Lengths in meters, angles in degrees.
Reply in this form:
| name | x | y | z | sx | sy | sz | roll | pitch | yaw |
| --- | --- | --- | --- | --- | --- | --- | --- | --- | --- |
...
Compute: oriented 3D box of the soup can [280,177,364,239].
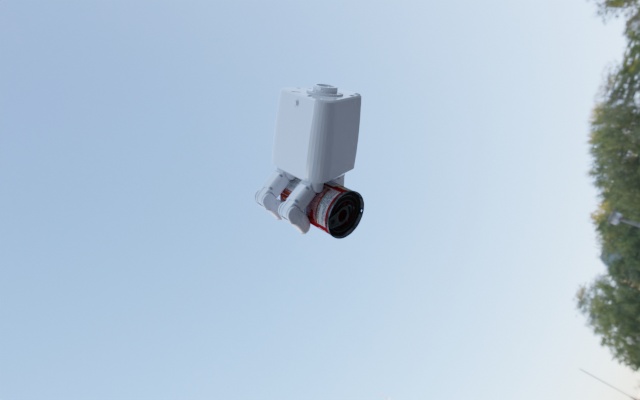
| name | x | y | z | sx | sy | sz | roll | pitch | yaw |
| --- | --- | --- | --- | --- | --- | --- | --- | --- | --- |
| soup can | 0.000 | 0.002 | 0.658 | 0.068 | 0.068 | 0.102 | 0 | 20 | -46 |
